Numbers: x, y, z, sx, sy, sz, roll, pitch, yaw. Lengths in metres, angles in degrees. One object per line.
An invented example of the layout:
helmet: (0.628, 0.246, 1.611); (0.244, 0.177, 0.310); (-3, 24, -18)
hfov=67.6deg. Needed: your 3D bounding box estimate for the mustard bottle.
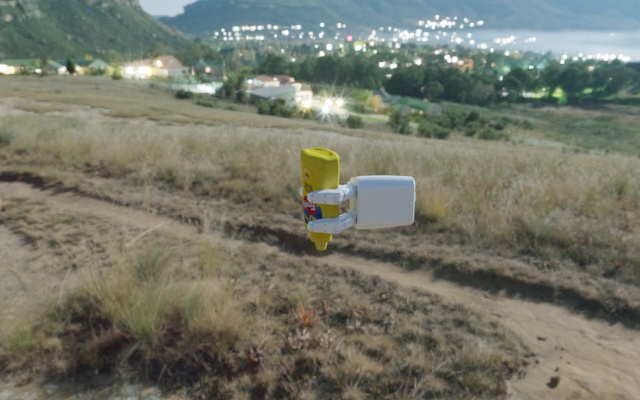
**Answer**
mustard bottle: (0.000, 0.003, 0.891); (0.058, 0.192, 0.096); (-12, 22, -27)
